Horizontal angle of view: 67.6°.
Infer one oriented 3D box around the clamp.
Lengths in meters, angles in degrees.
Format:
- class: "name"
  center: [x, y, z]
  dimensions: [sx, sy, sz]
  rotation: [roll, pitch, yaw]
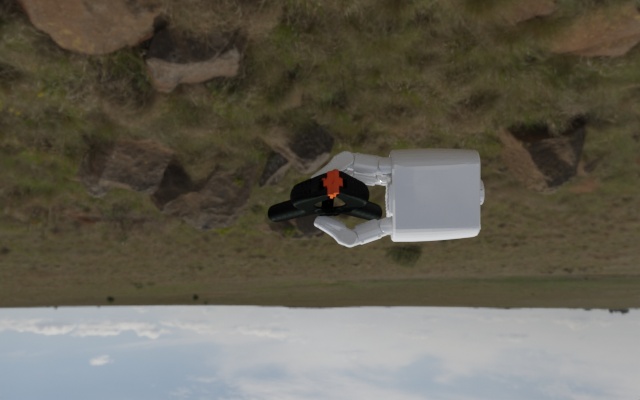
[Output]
- class: "clamp"
  center: [0.000, 0.003, 0.607]
  dimensions: [0.164, 0.036, 0.210]
  rotation: [-3, -11, 4]
